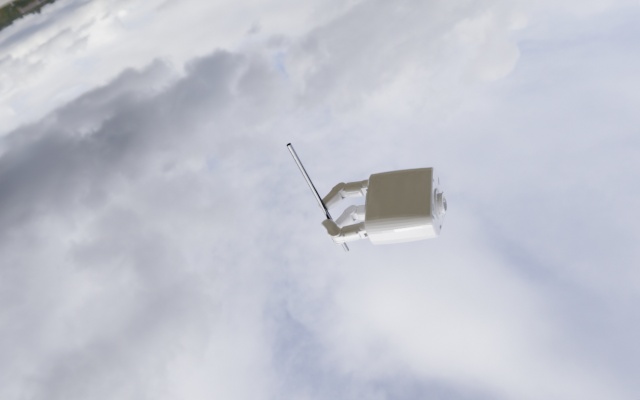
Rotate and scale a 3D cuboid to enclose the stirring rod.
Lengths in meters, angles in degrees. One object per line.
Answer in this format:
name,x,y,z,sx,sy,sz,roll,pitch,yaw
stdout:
stirring rod,0.000,0.003,0.781,0.011,0.240,0.011,-18,37,14
